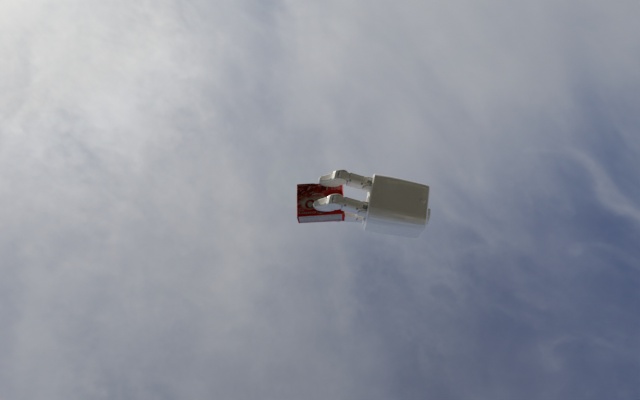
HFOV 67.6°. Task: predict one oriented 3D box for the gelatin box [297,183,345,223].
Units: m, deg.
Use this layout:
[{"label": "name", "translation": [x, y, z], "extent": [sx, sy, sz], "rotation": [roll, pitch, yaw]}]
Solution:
[{"label": "gelatin box", "translation": [0.000, 0.003, 0.900], "extent": [0.089, 0.073, 0.030], "rotation": [-4, -32, 3]}]
